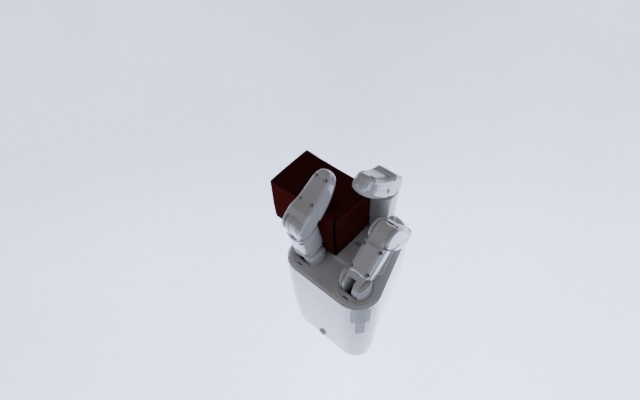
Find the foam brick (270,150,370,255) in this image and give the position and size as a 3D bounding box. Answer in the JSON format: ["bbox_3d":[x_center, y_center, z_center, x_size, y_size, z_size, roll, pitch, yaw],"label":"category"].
[{"bbox_3d":[0.000,0.001,0.441,0.078,0.051,0.053,33,59,28],"label":"foam brick"}]
